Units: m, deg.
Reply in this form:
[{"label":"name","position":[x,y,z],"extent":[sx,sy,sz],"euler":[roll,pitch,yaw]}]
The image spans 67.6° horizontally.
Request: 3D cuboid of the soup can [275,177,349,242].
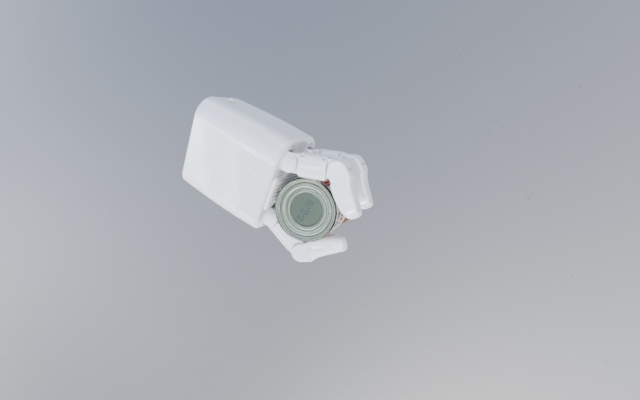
[{"label":"soup can","position":[0.000,0.002,0.523],"extent":[0.068,0.068,0.102],"euler":[0,9,19]}]
